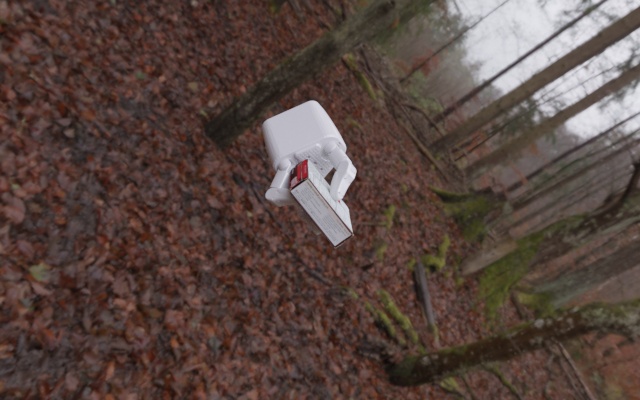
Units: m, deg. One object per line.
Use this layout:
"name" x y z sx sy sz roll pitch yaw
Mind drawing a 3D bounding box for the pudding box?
"pudding box" 0.000 0.002 0.695 0.039 0.113 0.090 -36 19 13
